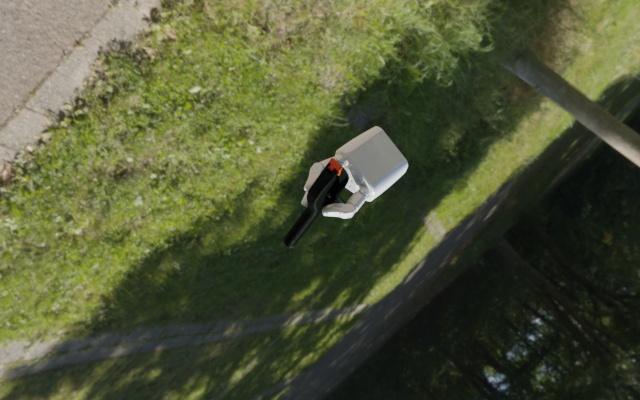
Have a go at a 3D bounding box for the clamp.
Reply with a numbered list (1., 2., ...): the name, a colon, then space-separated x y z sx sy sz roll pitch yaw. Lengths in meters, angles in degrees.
1. clamp: 0.001 0.003 0.898 0.164 0.036 0.210 -37 -20 -25
